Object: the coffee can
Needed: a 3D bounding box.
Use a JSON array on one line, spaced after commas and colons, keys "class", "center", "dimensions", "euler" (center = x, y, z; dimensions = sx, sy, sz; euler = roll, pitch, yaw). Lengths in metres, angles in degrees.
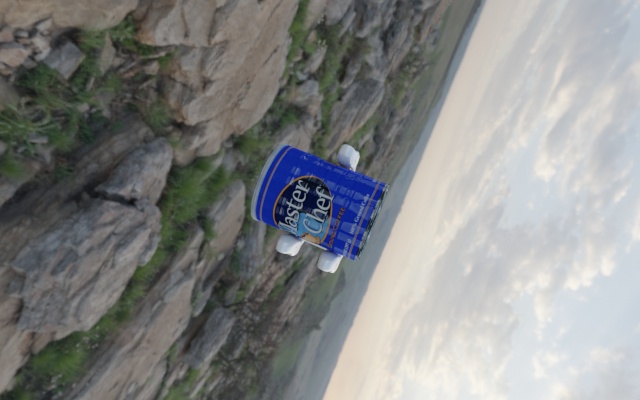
[{"class": "coffee can", "center": [0.000, 0.002, 0.585], "dimensions": [0.140, 0.103, 0.103], "euler": [22, 4, 9]}]
